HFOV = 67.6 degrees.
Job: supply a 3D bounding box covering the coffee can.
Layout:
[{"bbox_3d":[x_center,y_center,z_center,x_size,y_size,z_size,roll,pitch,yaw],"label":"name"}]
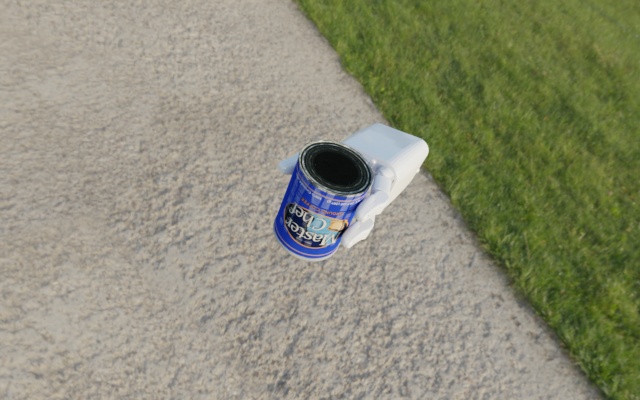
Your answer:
[{"bbox_3d":[0.000,0.002,0.658,0.103,0.102,0.140,0,-41,-23],"label":"coffee can"}]
